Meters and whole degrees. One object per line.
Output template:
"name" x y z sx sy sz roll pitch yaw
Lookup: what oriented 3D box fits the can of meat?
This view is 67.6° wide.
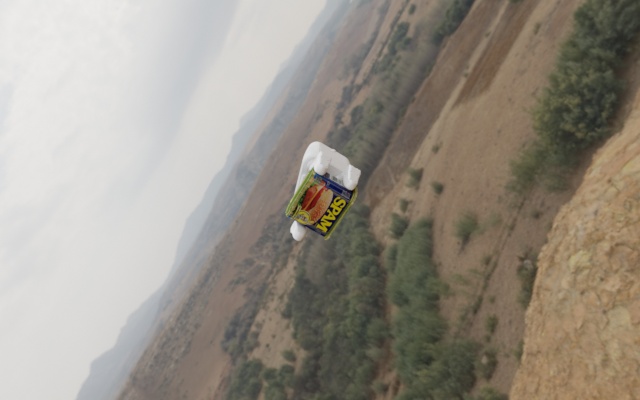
"can of meat" 0.000 0.003 0.805 0.084 0.102 0.057 30 24 -9
